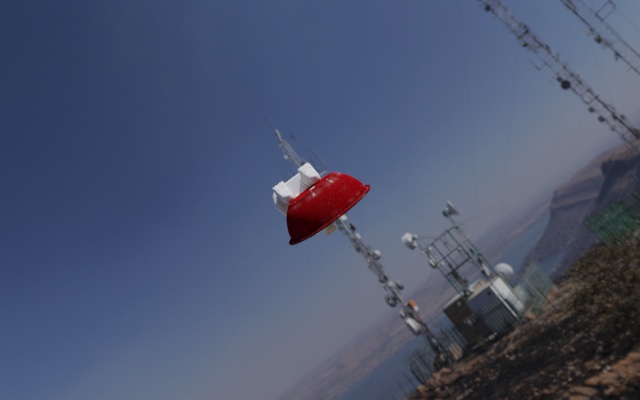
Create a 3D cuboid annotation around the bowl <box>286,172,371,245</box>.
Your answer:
[{"bbox_3d":[0.000,0.002,0.768,0.162,0.055,0.162,-35,6,5],"label":"bowl"}]
